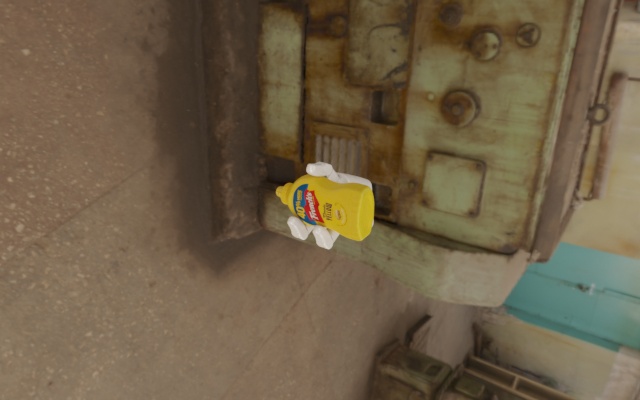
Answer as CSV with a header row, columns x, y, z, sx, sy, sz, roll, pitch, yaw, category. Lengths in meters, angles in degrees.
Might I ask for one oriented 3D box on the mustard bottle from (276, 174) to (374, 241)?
x,y,z,sx,sy,sz,roll,pitch,yaw,category
0.000,0.003,0.852,0.191,0.096,0.058,15,31,32,mustard bottle
